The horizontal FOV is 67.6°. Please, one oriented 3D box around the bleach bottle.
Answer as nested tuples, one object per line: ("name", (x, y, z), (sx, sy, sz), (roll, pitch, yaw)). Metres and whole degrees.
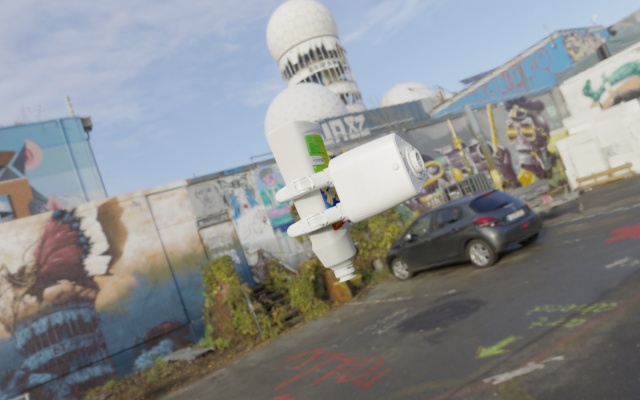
("bleach bottle", (0.000, 0.002, 0.744), (0.068, 0.251, 0.102), (-24, -6, 26))
